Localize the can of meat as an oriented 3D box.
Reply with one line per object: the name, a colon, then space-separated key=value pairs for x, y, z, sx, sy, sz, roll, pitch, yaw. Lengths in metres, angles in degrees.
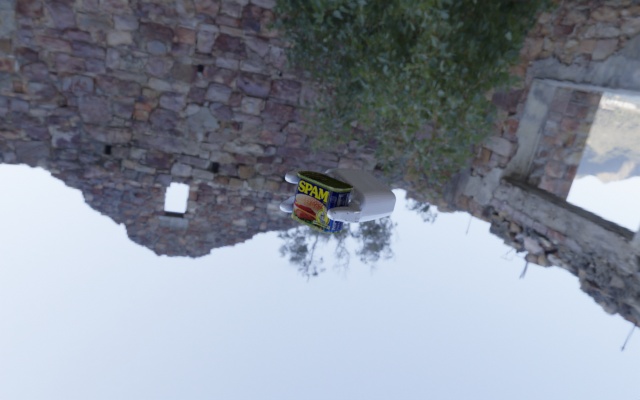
can of meat: x=0.000 y=0.003 z=0.836 sx=0.102 sy=0.084 sz=0.057 roll=24 pitch=19 yaw=36
